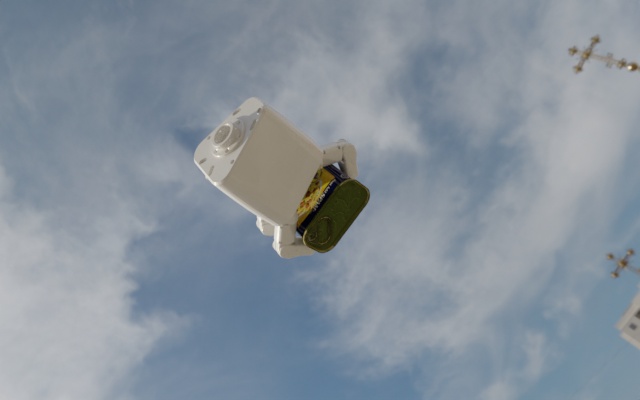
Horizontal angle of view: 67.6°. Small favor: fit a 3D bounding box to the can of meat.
[{"bbox_3d":[0.000,0.002,0.617,0.057,0.102,0.084,32,7,-43],"label":"can of meat"}]
